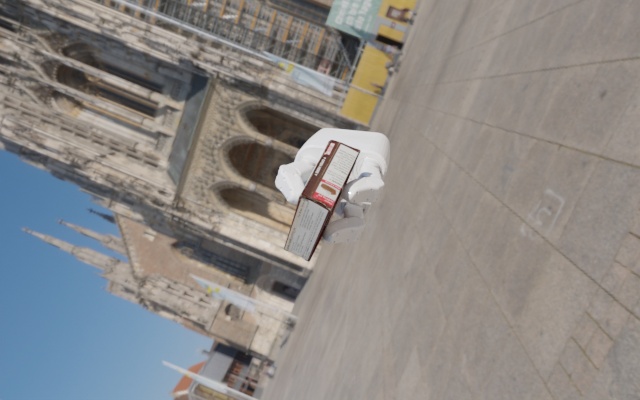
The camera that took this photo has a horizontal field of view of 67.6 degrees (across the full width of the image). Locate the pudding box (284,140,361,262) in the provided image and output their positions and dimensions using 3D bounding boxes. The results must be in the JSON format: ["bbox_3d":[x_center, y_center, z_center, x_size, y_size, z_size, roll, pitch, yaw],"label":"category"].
[{"bbox_3d":[0.000,0.002,0.526,0.039,0.090,0.114,23,-36,4],"label":"pudding box"}]
